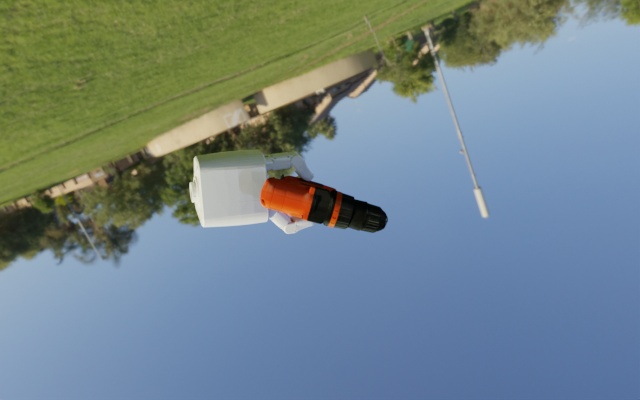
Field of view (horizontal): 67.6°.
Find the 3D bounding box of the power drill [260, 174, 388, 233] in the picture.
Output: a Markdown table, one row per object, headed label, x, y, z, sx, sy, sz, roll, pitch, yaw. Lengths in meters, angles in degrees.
| label | x | y | z | sx | sy | sz | roll | pitch | yaw |
| --- | --- | --- | --- | --- | --- | --- | --- | --- | --- |
| power drill | 0.000 | 0.002 | 0.744 | 0.184 | 0.057 | 0.187 | 16 | 1 | -7 |
